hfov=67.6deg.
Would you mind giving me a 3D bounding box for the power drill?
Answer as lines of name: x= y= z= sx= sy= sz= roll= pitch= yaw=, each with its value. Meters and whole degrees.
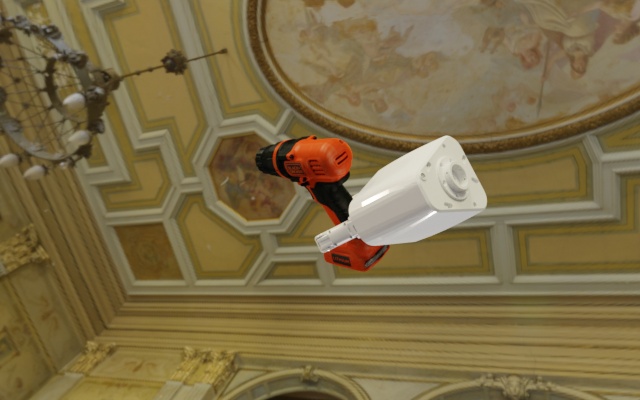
power drill: x=0.001 y=0.002 z=0.636 sx=0.057 sy=0.188 sz=0.184 roll=-42 pitch=25 yaw=-25
